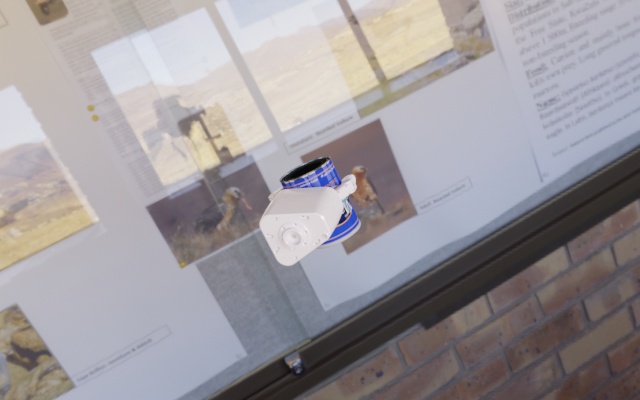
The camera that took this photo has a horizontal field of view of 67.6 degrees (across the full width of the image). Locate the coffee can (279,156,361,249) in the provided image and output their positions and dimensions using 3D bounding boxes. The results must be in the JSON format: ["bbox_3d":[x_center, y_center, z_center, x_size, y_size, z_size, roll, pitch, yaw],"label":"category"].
[{"bbox_3d":[0.000,0.003,0.881,0.103,0.140,0.102,-24,16,7],"label":"coffee can"}]
